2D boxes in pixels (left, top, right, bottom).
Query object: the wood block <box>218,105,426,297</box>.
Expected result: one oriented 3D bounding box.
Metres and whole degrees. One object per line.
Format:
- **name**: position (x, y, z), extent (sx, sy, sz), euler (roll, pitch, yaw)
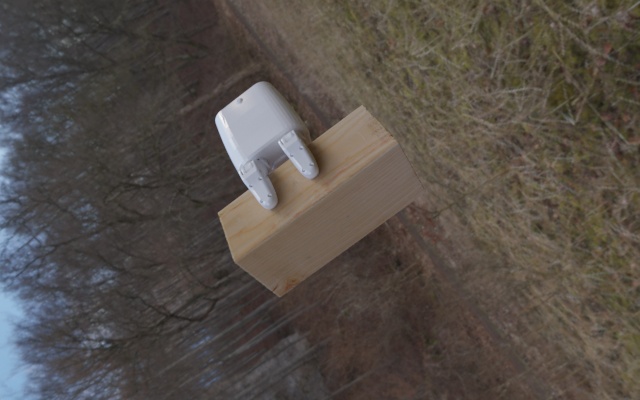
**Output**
- **wood block**: position (0.000, 0.002, 0.541), extent (0.206, 0.090, 0.091), euler (-36, -46, 5)
